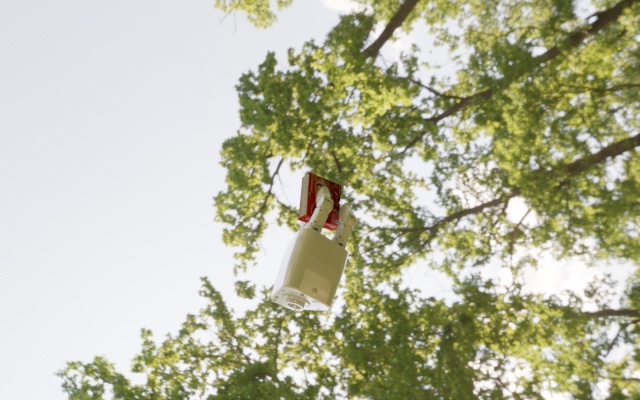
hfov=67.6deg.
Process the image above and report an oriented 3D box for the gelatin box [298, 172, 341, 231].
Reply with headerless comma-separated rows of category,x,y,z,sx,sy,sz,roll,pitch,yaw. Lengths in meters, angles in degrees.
gelatin box,0.000,0.003,0.864,0.073,0.089,0.030,20,-31,-30
